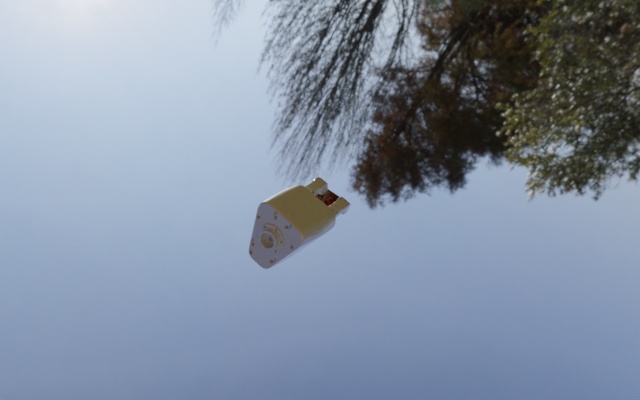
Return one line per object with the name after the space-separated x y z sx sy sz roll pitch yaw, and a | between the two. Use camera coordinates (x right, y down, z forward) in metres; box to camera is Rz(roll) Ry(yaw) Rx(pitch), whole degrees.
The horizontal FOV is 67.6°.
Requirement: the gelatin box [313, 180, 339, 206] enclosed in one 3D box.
0.000 0.003 0.892 0.073 0.030 0.089 34 25 1 | gelatin box
